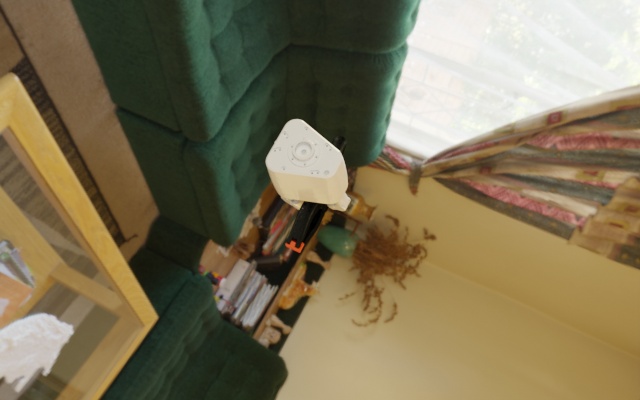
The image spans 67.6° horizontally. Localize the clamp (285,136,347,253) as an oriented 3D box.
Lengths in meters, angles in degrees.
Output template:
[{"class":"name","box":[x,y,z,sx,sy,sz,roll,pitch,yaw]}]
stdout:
[{"class":"clamp","box":[0.001,0.004,0.880,0.036,0.210,0.165,23,-16,15]}]
